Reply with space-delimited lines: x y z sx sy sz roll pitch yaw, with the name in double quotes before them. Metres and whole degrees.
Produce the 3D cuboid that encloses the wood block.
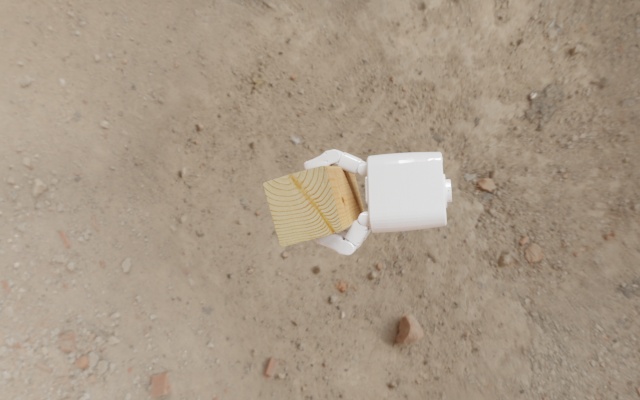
"wood block" 0.000 0.002 0.715 0.090 0.091 0.206 -15 -1 14
